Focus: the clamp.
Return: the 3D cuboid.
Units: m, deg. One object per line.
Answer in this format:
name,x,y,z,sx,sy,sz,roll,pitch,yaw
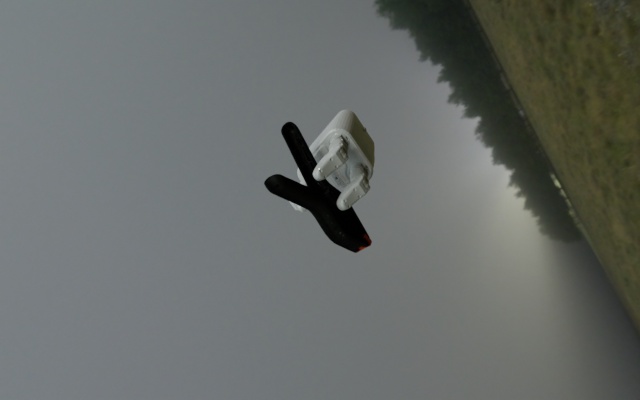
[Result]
clamp,0.000,0.003,0.658,0.036,0.210,0.164,-30,20,23
